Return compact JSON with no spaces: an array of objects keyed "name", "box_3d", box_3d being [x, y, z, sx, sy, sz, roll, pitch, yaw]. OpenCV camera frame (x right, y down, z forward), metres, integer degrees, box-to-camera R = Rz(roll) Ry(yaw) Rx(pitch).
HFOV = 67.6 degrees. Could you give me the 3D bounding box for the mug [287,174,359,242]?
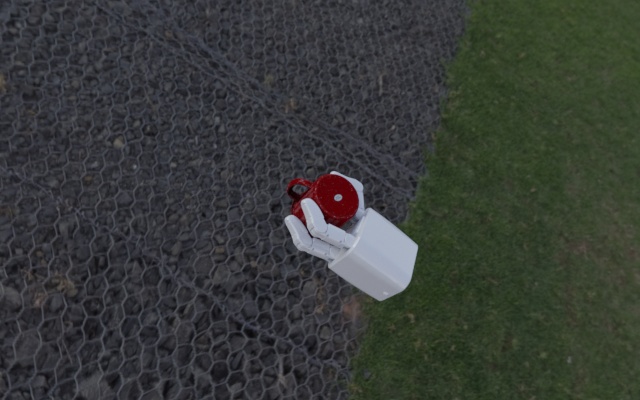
[{"name":"mug","box_3d":[-0.001,0.002,0.770,0.117,0.093,0.081,35,-36,-8]}]
